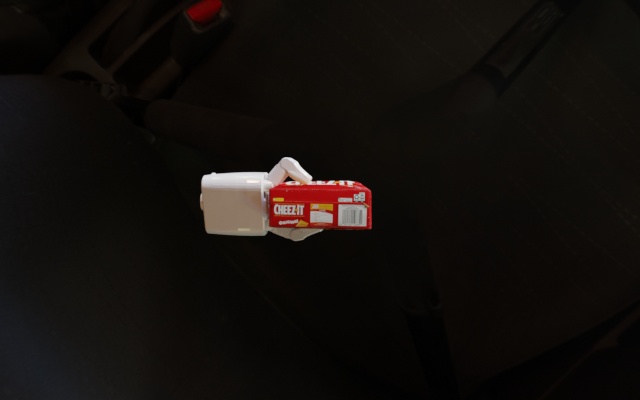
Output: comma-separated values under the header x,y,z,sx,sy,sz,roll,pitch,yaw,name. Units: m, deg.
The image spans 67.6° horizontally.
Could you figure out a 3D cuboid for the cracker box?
x,y,z,sx,sy,sz,roll,pitch,yaw,name
0.000,0.003,0.852,0.164,0.072,0.213,1,5,1,cracker box
